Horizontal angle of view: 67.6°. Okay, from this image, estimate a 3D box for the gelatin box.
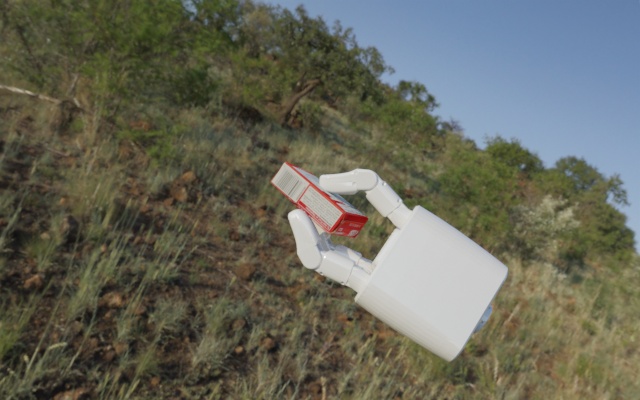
[{"bbox_3d":[0.000,0.001,0.501,0.089,0.030,0.073,40,9,21],"label":"gelatin box"}]
